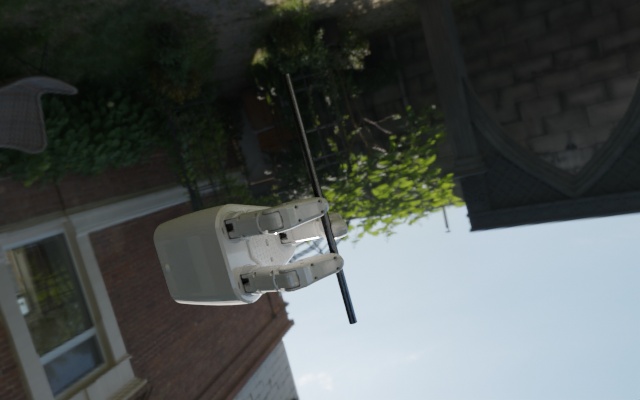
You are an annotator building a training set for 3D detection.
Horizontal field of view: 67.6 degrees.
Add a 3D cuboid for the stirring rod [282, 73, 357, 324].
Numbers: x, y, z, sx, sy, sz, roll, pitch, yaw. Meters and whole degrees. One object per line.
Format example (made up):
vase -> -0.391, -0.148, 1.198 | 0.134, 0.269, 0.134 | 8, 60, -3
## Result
stirring rod -> 0.000, 0.001, 0.445 | 0.011, 0.239, 0.011 | -15, 6, 2
